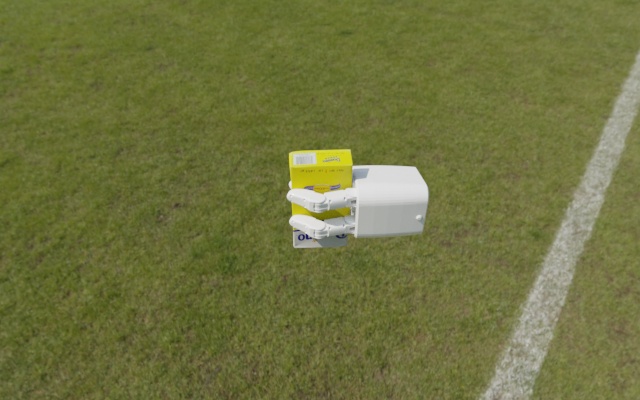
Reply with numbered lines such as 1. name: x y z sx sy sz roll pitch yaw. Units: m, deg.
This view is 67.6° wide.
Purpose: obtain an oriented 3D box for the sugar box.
1. sugar box: 0.000 0.003 0.754 0.093 0.176 0.048 -2 40 -1
